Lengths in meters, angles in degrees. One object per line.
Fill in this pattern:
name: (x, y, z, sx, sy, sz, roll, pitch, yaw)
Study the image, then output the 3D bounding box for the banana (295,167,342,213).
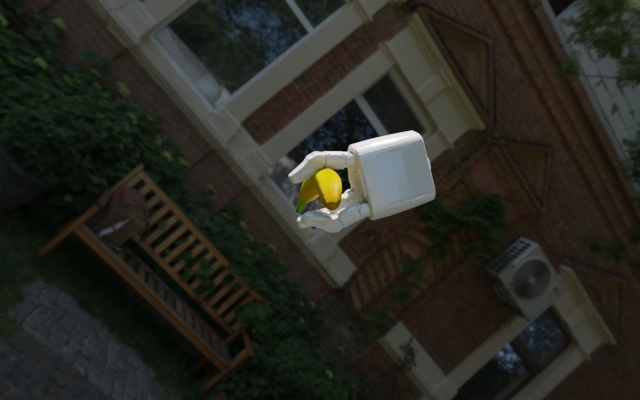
banana: (0.002, -0.016, 0.707, 0.037, 0.069, 0.198, 9, -5, -13)
